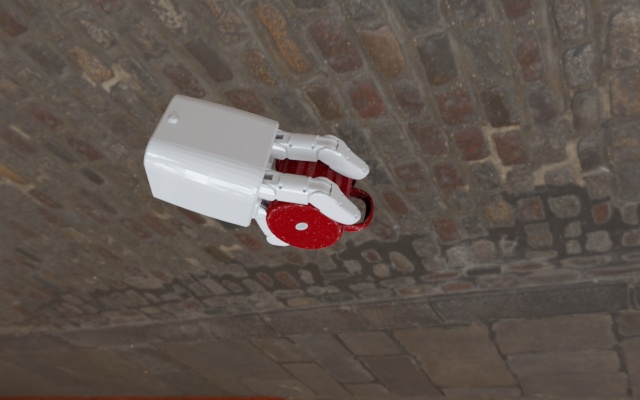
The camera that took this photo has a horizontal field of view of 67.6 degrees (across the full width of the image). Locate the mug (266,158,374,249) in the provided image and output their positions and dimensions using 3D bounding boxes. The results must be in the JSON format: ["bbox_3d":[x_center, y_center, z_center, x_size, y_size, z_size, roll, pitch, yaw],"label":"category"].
[{"bbox_3d":[0.001,0.002,0.512,0.117,0.081,0.093,16,-38,-6],"label":"mug"}]
